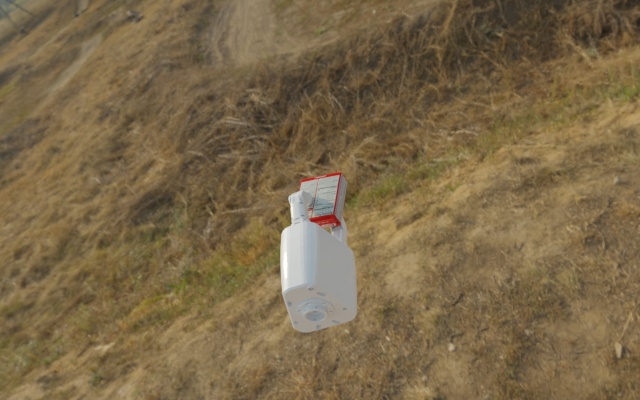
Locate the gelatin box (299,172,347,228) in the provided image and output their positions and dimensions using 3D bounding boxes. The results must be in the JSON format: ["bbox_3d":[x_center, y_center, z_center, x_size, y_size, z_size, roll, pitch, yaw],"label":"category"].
[{"bbox_3d":[0.000,0.002,0.749,0.073,0.089,0.030,-11,-40,26],"label":"gelatin box"}]
